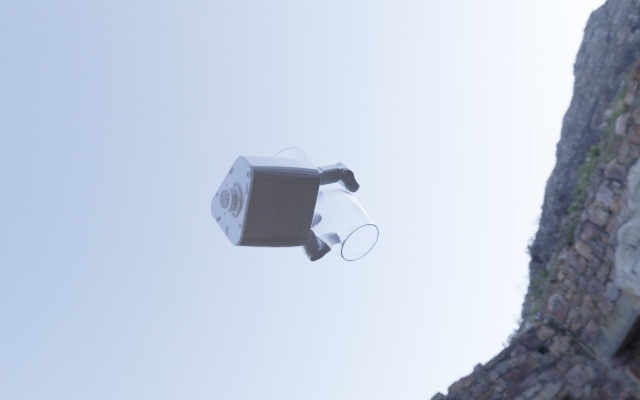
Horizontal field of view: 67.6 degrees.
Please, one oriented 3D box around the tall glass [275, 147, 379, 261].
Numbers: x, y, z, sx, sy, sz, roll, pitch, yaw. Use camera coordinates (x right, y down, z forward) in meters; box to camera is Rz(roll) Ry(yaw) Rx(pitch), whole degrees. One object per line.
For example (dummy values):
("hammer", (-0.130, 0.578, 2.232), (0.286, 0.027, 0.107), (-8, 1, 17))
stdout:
("tall glass", (0.000, 0.002, 0.694), (0.079, 0.079, 0.201), (0, 33, -40))
